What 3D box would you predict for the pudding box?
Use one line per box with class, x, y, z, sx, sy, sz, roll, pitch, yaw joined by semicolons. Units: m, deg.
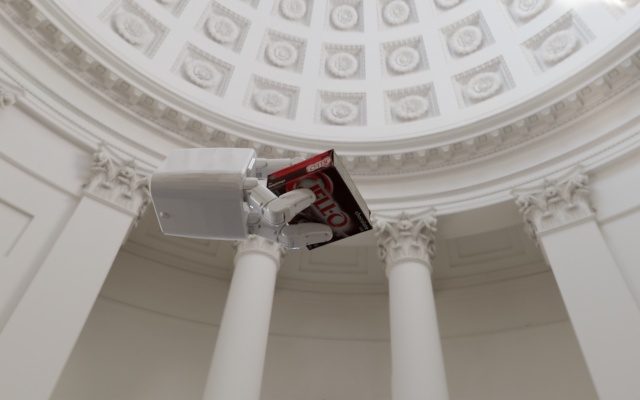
pudding box;0.000;0.002;0.575;0.090;0.039;0.113;-20;-50;20
